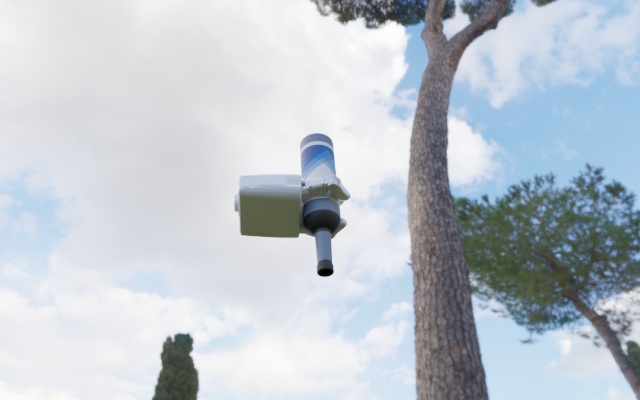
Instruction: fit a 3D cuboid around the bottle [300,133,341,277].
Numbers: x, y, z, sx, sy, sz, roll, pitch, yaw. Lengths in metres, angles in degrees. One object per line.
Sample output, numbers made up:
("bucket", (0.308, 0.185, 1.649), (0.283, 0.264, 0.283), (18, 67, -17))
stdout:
("bottle", (0.000, 0.003, 0.851), (0.069, 0.295, 0.069), (-2, -40, -2))
